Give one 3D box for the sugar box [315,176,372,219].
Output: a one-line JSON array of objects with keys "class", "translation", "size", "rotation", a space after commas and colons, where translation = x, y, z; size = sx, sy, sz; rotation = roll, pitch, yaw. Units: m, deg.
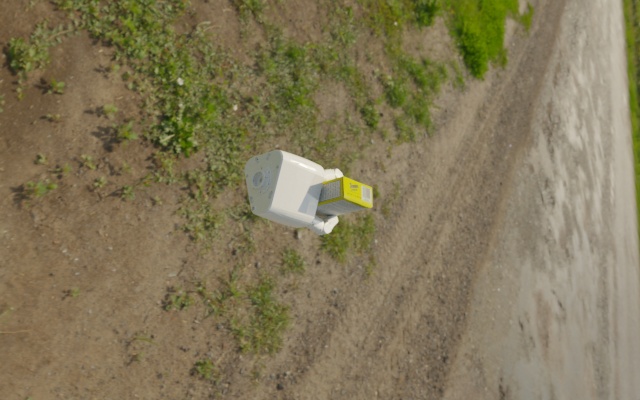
[{"class": "sugar box", "translation": [0.000, 0.002, 0.893], "size": [0.176, 0.048, 0.093], "rotation": [-12, -20, 37]}]
